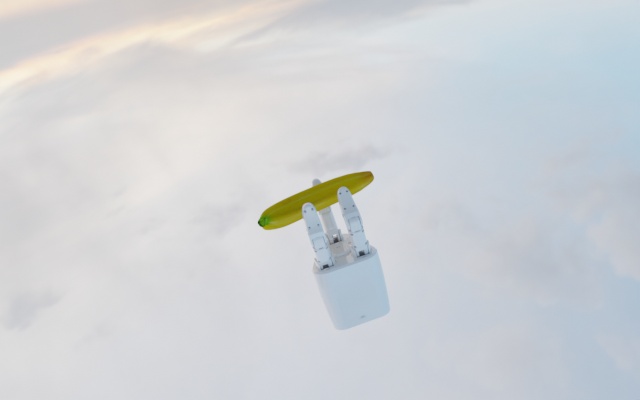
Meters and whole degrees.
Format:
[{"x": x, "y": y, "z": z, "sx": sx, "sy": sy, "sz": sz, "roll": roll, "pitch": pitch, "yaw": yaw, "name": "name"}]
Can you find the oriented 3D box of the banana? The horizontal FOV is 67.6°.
[{"x": -0.012, "y": 0.003, "z": 0.691, "sx": 0.197, "sy": 0.037, "sz": 0.069, "roll": -25, "pitch": 14, "yaw": -27, "name": "banana"}]
